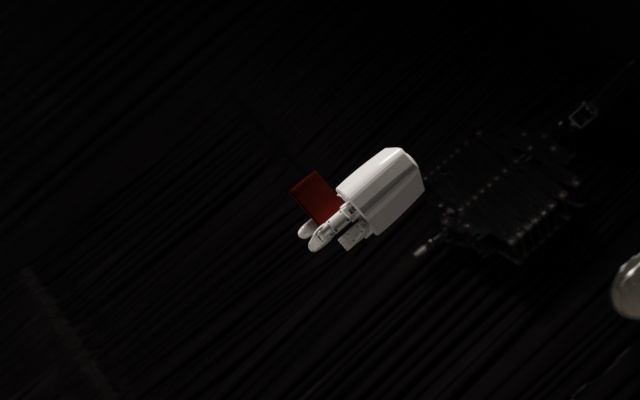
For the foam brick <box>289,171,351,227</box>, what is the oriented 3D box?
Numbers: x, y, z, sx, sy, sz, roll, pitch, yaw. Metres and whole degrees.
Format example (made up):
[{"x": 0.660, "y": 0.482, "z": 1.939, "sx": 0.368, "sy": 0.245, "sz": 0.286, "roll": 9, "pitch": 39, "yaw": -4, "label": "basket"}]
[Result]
[{"x": 0.000, "y": 0.002, "z": 0.723, "sx": 0.051, "sy": 0.078, "sz": 0.053, "roll": -42, "pitch": -9, "yaw": 1, "label": "foam brick"}]
